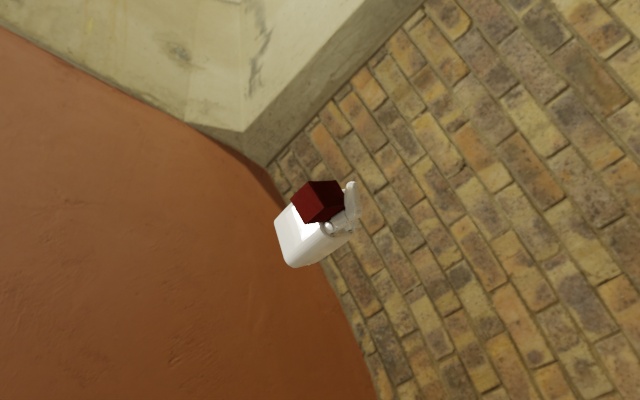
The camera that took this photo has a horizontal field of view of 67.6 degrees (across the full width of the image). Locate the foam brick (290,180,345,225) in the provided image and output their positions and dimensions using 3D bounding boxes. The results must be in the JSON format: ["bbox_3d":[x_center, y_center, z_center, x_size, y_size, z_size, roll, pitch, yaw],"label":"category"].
[{"bbox_3d":[0.000,0.002,0.772,0.051,0.053,0.078,-40,-20,31],"label":"foam brick"}]
